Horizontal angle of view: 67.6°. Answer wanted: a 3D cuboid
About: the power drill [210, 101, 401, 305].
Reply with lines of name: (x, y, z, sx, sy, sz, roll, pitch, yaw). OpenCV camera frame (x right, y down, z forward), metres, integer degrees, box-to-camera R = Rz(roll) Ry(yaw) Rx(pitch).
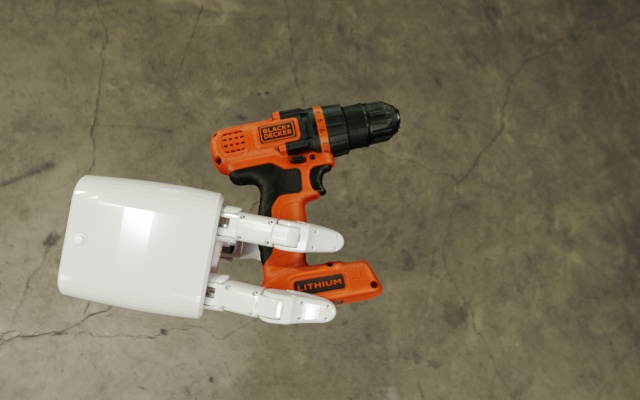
power drill: (0.000, 0.002, 0.441, 0.184, 0.187, 0.057, -12, -19, 0)
